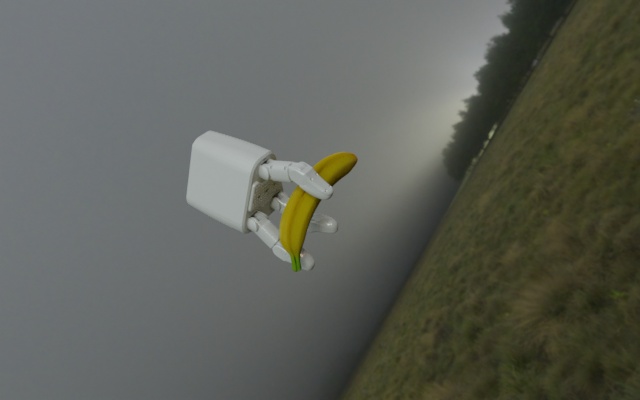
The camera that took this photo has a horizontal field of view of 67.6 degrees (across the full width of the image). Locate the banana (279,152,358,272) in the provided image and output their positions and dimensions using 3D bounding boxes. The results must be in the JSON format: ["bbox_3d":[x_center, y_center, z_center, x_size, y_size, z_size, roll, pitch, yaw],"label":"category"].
[{"bbox_3d":[-0.006,-0.006,0.637,0.037,0.197,0.070,15,-30,28],"label":"banana"}]
